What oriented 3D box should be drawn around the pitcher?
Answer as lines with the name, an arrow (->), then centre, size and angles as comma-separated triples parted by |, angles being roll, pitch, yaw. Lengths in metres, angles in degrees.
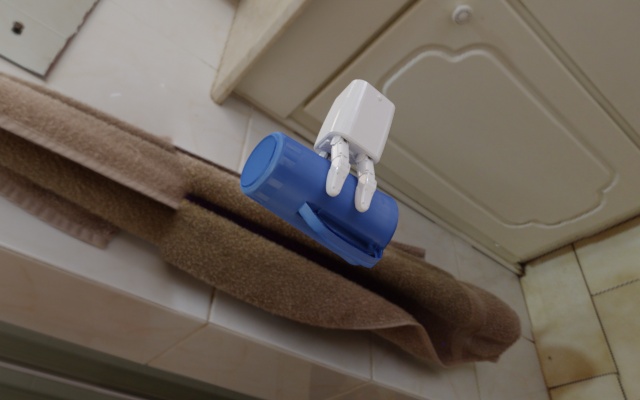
pitcher -> 0.000, 0.002, 0.753 | 0.243, 0.145, 0.149 | 31, -19, -28
